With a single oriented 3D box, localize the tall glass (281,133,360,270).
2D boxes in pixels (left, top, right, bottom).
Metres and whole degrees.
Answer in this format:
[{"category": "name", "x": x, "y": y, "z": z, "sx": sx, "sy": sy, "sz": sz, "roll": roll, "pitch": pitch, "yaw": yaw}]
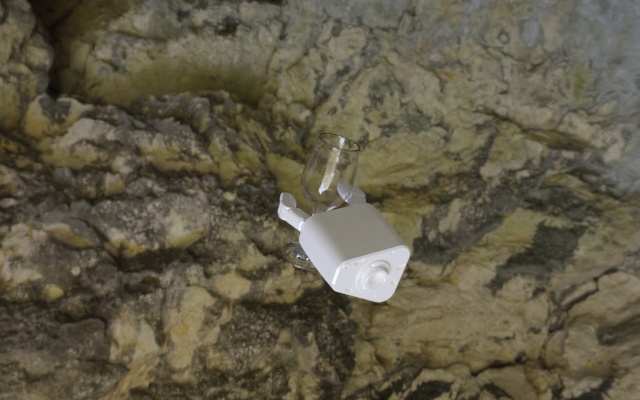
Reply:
[{"category": "tall glass", "x": 0.000, "y": 0.003, "z": 0.724, "sx": 0.079, "sy": 0.201, "sz": 0.079, "roll": 15, "pitch": 24, "yaw": -7}]
